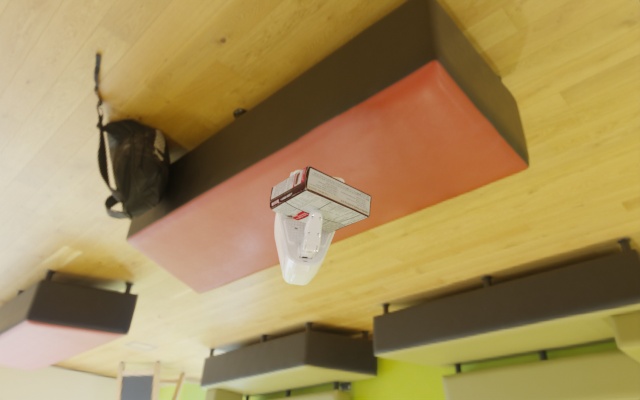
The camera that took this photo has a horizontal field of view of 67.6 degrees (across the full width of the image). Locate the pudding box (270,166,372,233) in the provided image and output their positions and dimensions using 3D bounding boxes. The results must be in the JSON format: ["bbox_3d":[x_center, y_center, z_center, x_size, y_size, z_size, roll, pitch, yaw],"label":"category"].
[{"bbox_3d":[0.000,0.002,0.658,0.113,0.039,0.090,22,-31,-32],"label":"pudding box"}]
